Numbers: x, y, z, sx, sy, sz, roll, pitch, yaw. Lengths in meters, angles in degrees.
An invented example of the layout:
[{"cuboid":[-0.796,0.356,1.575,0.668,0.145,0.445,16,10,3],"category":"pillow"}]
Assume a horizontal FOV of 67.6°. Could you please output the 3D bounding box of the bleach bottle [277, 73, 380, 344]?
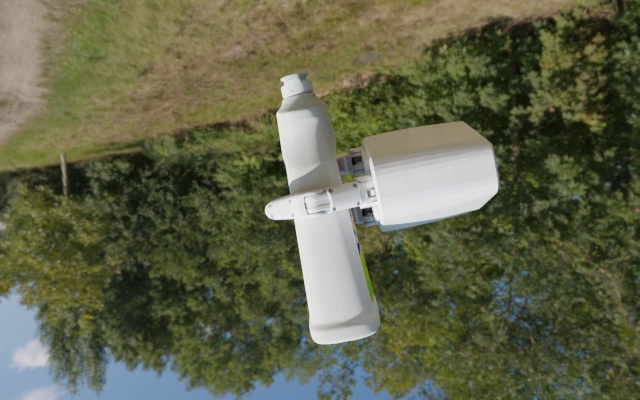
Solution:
[{"cuboid":[0.000,0.002,0.469,0.068,0.251,0.102,-12,5,4],"category":"bleach bottle"}]
